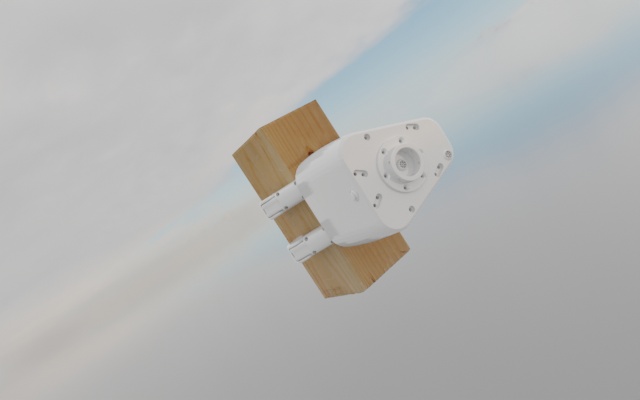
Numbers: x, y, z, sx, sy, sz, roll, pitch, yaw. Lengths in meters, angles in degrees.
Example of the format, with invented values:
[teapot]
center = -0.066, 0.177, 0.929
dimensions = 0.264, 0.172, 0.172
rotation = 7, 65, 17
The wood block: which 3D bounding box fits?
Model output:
[wood block]
center = 0.000, 0.001, 0.563
dimensions = 0.090, 0.206, 0.090
rotation = -34, 4, -33
